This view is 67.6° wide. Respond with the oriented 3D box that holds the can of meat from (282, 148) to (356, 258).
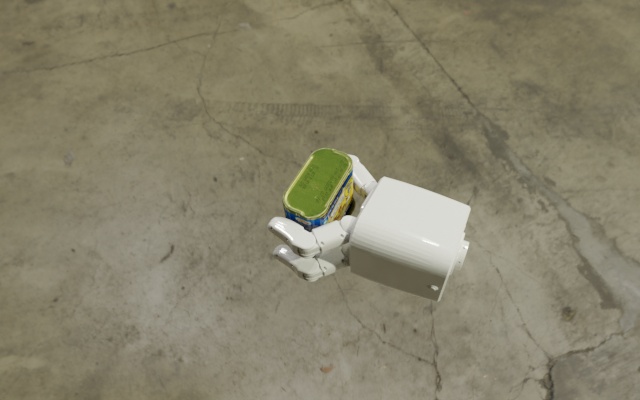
[{"bbox_3d":[0.000,0.002,0.551,0.057,0.102,0.084,21,-31,17],"label":"can of meat"}]
